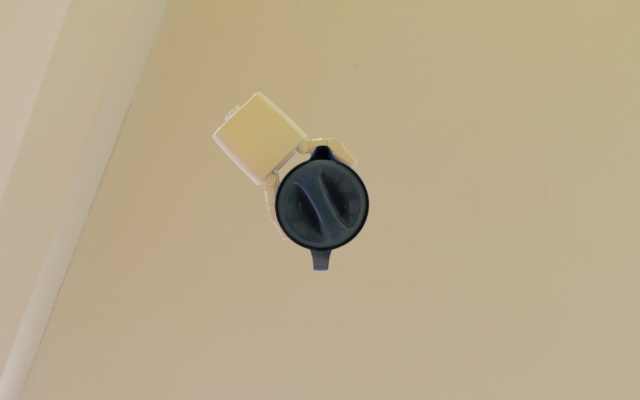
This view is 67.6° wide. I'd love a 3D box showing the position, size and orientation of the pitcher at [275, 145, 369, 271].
[{"bbox_3d":[0.000,0.002,0.784,0.145,0.149,0.243,44,5,-5],"label":"pitcher"}]
